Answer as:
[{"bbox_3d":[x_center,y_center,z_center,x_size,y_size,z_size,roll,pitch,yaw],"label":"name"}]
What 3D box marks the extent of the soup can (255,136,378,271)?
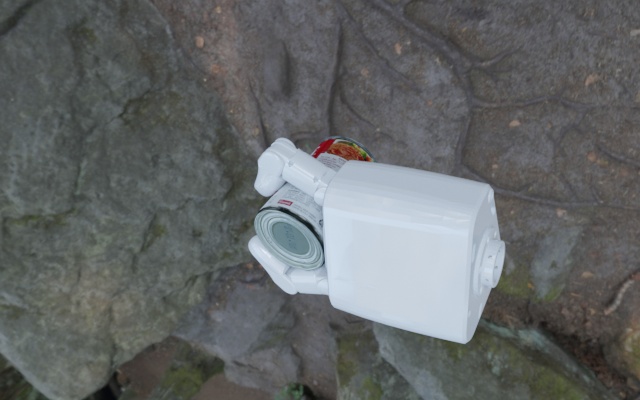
[{"bbox_3d":[-0.001,0.001,0.404,0.068,0.068,0.102,0,38,39],"label":"soup can"}]
